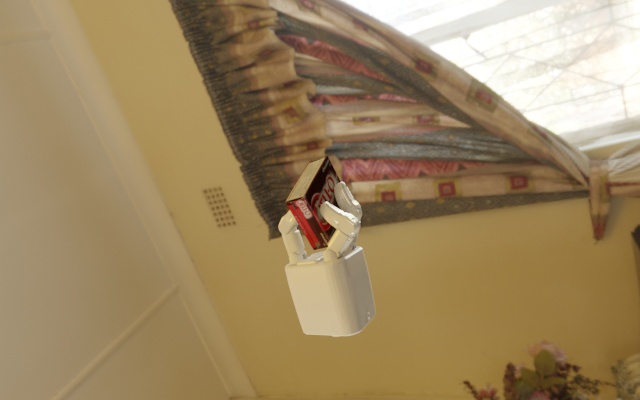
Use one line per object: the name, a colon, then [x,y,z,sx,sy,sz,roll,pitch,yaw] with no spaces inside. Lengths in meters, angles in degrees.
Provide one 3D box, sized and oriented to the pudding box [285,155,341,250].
pudding box: [0.000,0.002,0.695,0.039,0.090,0.113,-14,29,26]
